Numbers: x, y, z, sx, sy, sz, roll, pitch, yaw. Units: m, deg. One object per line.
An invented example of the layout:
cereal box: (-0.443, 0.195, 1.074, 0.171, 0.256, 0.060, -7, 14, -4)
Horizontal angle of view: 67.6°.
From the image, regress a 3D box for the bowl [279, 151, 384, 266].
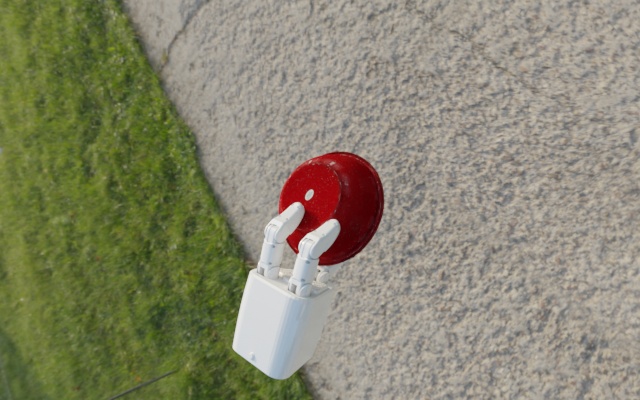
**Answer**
bowl: (0.000, 0.001, 0.632, 0.162, 0.162, 0.055, 0, -16, 32)
